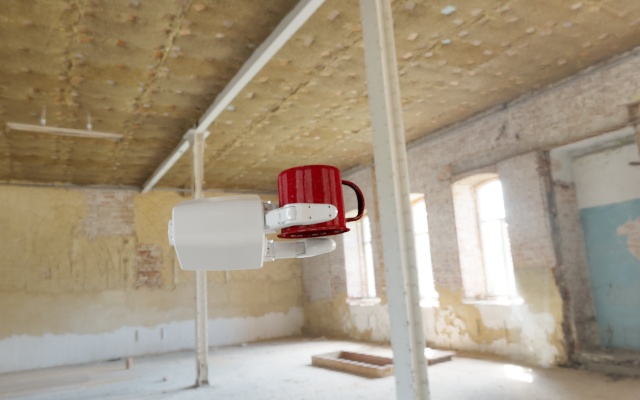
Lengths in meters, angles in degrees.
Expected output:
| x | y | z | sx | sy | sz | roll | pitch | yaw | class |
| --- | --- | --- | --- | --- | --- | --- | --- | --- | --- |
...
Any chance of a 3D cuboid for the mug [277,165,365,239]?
| x | y | z | sx | sy | sz | roll | pitch | yaw | class |
| --- | --- | --- | --- | --- | --- | --- | --- | --- | --- |
| 0.002 | 0.002 | 0.607 | 0.117 | 0.081 | 0.093 | -3 | -10 | -12 | mug |
